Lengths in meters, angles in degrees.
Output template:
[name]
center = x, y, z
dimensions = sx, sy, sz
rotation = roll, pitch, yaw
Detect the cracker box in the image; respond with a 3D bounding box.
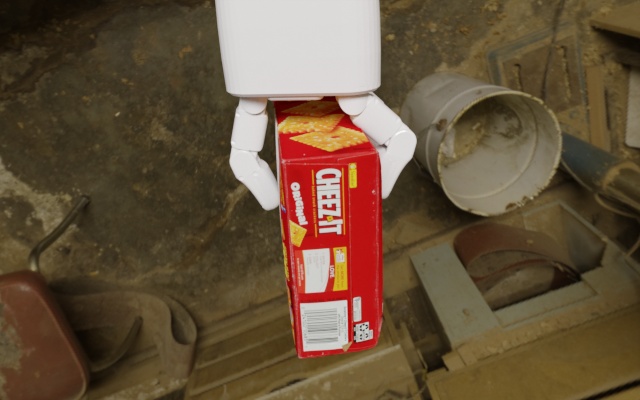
[cracker box]
center = 0.000, 0.001, 0.424
dimensions = 0.072, 0.164, 0.213
rotation = -5, 25, -4
